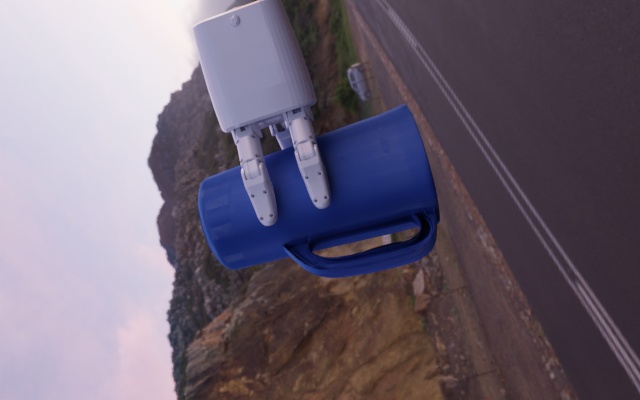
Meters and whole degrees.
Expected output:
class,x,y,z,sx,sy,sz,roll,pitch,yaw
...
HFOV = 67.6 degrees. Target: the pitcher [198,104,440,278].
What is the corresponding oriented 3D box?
class,x,y,z,sx,sy,sz,roll,pitch,yaw
pitcher,0.000,0.001,0.515,0.243,0.145,0.149,-17,9,6
